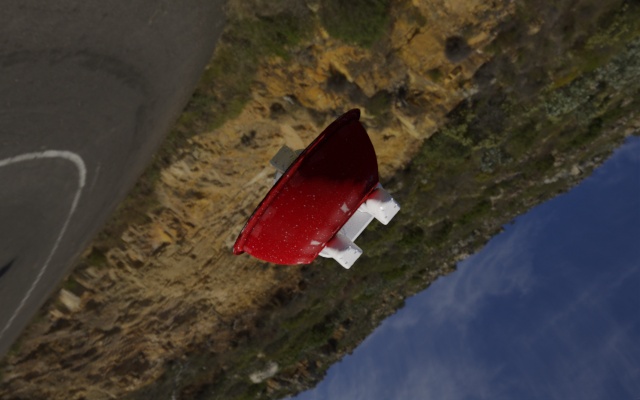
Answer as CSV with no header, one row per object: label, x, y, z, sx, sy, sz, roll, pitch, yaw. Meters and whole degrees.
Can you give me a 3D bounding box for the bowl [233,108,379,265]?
bowl,0.000,0.002,0.406,0.055,0.162,0.162,41,4,5
